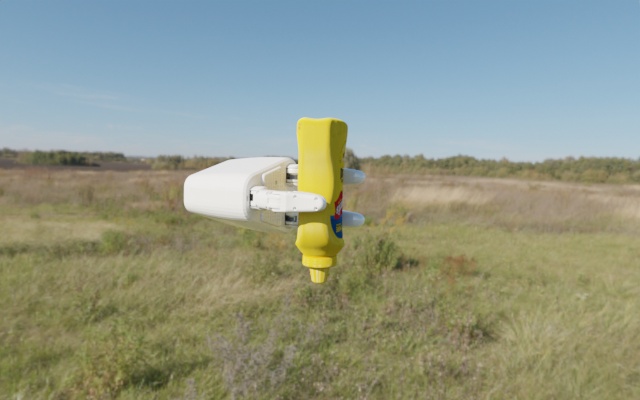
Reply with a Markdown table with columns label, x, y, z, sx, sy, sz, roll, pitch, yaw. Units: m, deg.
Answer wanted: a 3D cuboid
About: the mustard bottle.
| label | x | y | z | sx | sy | sz | roll | pitch | yaw |
| --- | --- | --- | --- | --- | --- | --- | --- | --- | --- |
| mustard bottle | 0.000 | 0.002 | 0.565 | 0.058 | 0.191 | 0.096 | 2 | 4 | 8 |
